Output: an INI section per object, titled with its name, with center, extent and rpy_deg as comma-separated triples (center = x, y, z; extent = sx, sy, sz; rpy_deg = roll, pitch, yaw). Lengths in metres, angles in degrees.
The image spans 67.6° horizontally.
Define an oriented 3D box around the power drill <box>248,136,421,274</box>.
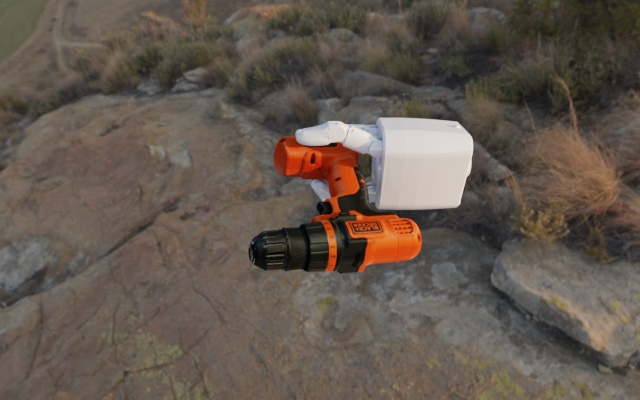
[power drill]
center = 0.000, 0.001, 0.542
extent = 0.184, 0.057, 0.187
rpy_deg = -1, 44, -19
